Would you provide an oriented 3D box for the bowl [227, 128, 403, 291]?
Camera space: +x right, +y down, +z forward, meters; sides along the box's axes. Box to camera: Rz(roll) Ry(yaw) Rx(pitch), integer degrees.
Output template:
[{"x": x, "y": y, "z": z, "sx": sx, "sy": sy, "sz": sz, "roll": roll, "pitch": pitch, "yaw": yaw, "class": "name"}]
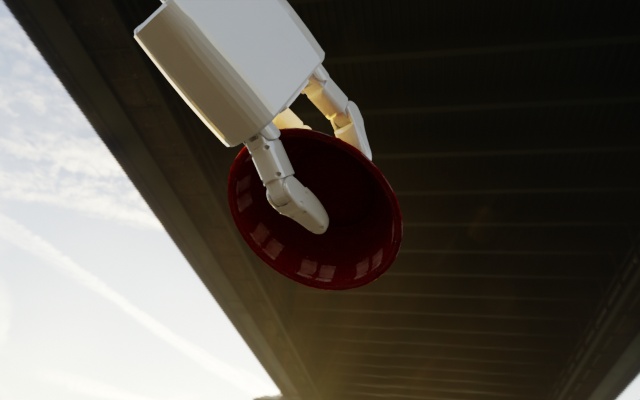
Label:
[{"x": 0.001, "y": 0.002, "z": 0.429, "sx": 0.162, "sy": 0.162, "sz": 0.055, "roll": 0, "pitch": 29, "yaw": 25, "class": "bowl"}]
